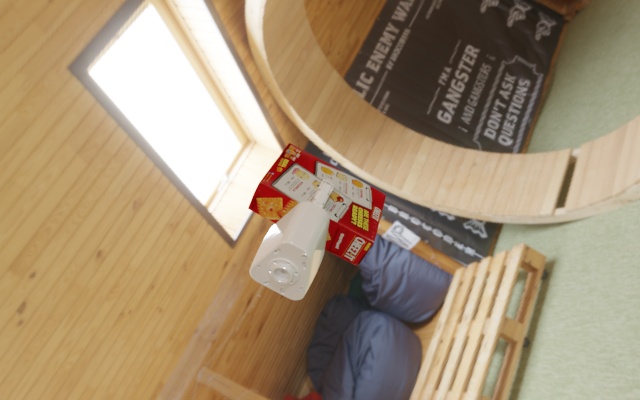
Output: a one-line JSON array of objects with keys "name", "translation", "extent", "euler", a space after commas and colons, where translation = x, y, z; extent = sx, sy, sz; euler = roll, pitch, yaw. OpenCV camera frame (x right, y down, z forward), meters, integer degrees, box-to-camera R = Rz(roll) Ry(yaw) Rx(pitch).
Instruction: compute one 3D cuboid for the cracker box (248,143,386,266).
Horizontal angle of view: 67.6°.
[{"name": "cracker box", "translation": [0.000, 0.003, 0.859], "extent": [0.214, 0.072, 0.164], "euler": [28, 34, -2]}]
